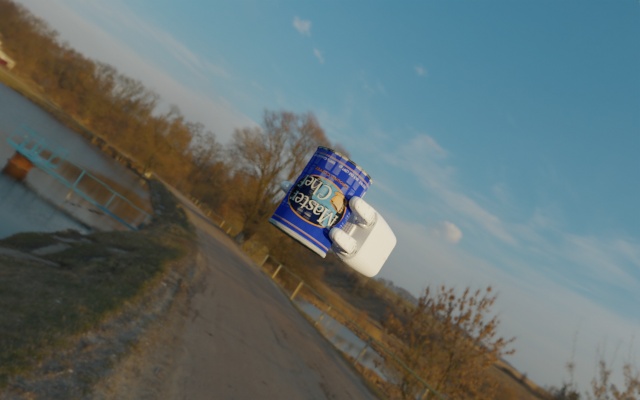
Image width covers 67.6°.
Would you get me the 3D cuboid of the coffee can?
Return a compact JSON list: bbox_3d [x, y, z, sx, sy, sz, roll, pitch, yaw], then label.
[{"bbox_3d":[0.000,0.002,0.738,0.103,0.140,0.103,33,-7,5],"label":"coffee can"}]
